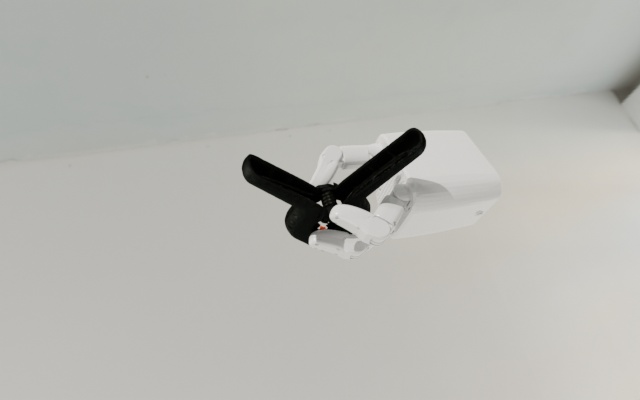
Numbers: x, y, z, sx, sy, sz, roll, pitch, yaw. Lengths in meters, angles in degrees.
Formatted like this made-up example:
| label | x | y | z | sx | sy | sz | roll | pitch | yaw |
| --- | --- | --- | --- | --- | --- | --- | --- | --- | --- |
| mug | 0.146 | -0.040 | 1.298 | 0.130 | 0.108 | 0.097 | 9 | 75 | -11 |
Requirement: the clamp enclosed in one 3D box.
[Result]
| label | x | y | z | sx | sy | sz | roll | pitch | yaw |
| --- | --- | --- | --- | --- | --- | --- | --- | --- | --- |
| clamp | 0.000 | 0.001 | 0.491 | 0.164 | 0.036 | 0.210 | -6 | -28 | -14 |
